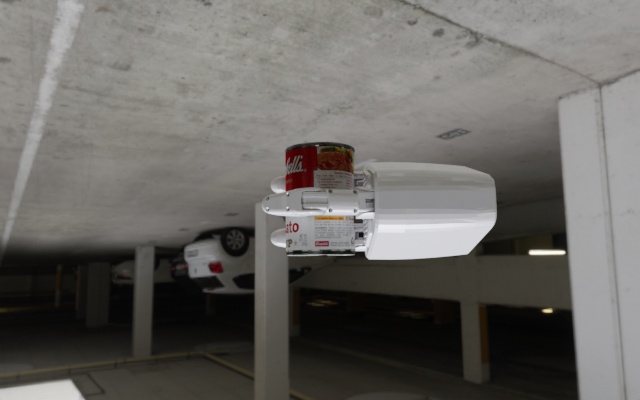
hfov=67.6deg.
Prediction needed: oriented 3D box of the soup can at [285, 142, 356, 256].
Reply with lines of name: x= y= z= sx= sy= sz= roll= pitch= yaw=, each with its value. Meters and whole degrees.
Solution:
soup can: x=0.000 y=0.002 z=0.458 sx=0.068 sy=0.102 sz=0.068 roll=-1 pitch=-7 yaw=0
